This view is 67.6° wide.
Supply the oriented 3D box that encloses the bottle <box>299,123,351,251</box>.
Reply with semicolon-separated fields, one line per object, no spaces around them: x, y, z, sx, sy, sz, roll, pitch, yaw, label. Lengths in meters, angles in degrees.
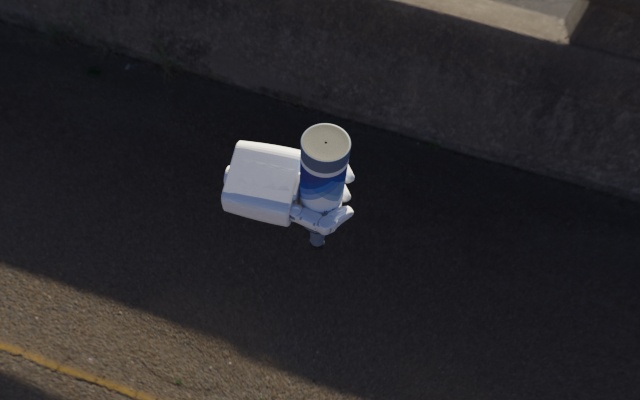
0.000;0.002;0.748;0.069;0.069;0.296;0;-32;-3;bottle
